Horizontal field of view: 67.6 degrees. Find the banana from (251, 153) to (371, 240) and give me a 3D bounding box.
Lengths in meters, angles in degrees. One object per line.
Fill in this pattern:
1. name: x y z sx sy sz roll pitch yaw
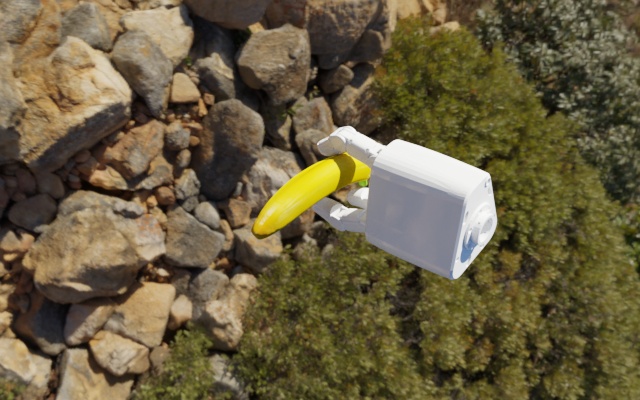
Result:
1. banana: 0.005 -0.015 0.534 0.037 0.070 0.197 32 37 31
